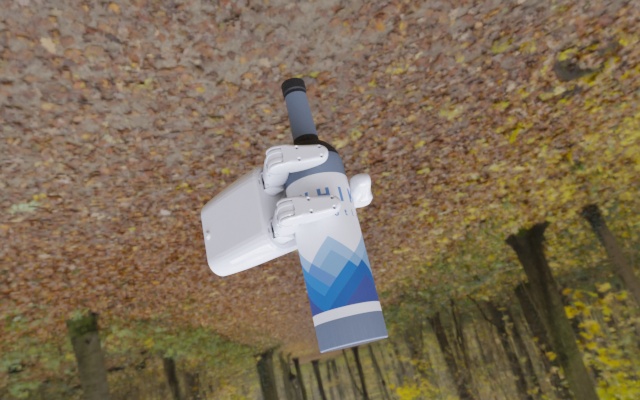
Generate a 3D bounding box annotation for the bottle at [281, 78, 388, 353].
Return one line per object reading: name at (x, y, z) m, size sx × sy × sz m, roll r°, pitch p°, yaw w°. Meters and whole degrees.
bottle at (0.000, 0.002, 0.500) m, size 0.069 × 0.295 × 0.069 m, roll -12°, pitch -19°, yaw -4°
